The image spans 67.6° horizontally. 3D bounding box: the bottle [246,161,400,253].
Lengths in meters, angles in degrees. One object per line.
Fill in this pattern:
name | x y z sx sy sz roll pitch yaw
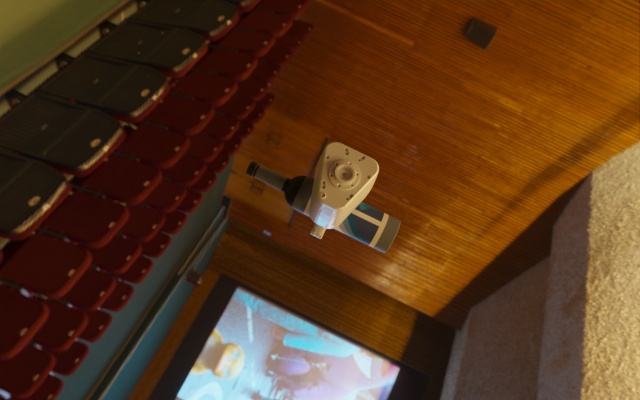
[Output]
bottle | 0.000 0.003 0.883 0.296 0.069 0.069 26 1 2
